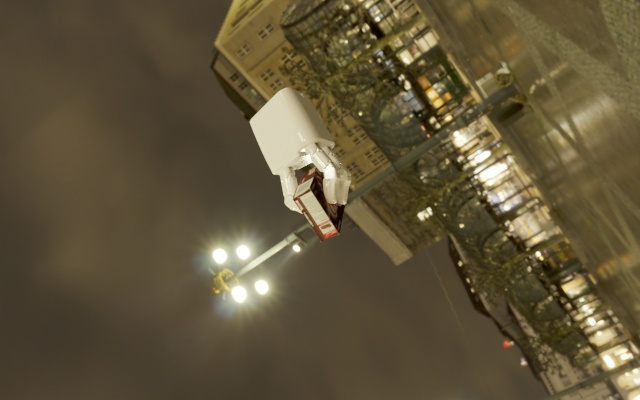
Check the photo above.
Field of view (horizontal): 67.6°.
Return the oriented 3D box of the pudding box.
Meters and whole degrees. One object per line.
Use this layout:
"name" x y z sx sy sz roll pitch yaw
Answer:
"pudding box" 0.000 0.003 0.784 0.039 0.090 0.113 -28 17 20
